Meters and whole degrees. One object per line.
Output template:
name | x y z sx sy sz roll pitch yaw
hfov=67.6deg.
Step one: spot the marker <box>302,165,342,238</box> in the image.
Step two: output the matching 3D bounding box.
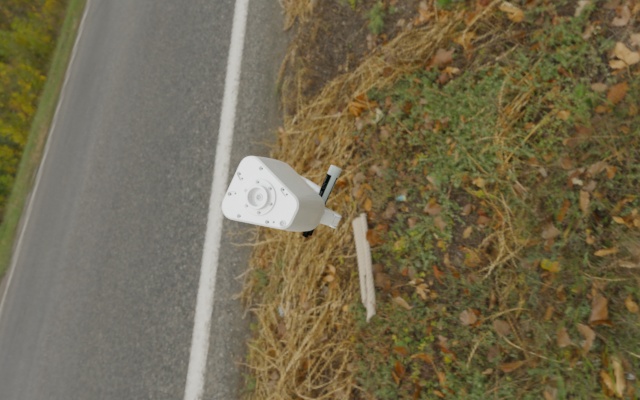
marker | 0.000 0.002 0.749 0.020 0.121 0.020 24 5 -2
